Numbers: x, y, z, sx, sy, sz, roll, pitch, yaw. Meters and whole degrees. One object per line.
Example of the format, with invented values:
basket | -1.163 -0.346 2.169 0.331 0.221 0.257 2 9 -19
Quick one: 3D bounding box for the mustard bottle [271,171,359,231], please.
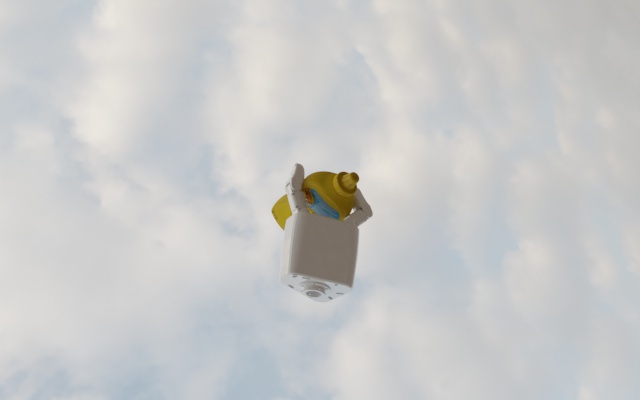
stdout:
mustard bottle | 0.000 0.003 0.808 0.192 0.096 0.058 -36 13 46
